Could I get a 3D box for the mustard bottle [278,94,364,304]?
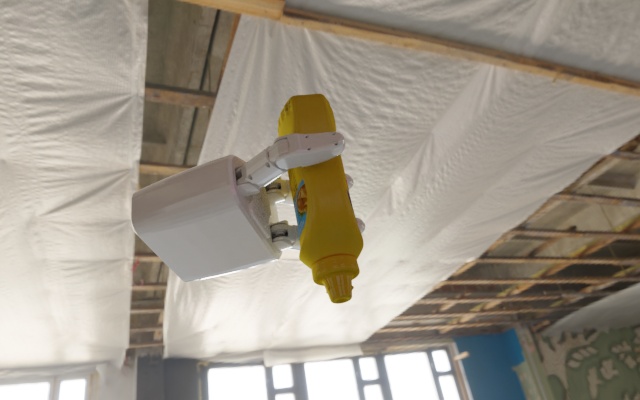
[{"bbox_3d":[0.000,0.001,0.442,0.058,0.191,0.096,-6,-30,-10],"label":"mustard bottle"}]
